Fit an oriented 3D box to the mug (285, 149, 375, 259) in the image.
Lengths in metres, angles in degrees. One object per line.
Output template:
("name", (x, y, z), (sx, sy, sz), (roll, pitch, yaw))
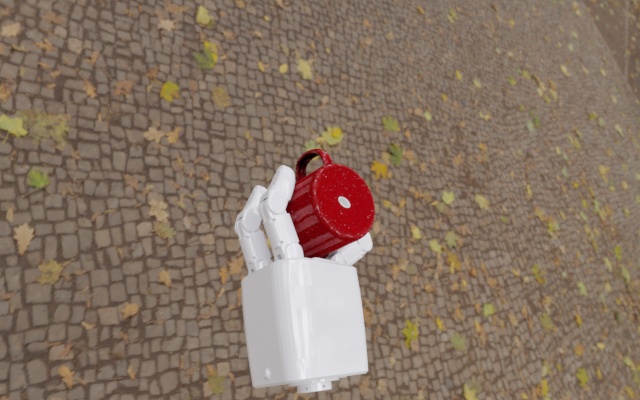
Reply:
("mug", (0.000, 0.000, 0.499), (0.093, 0.117, 0.081), (6, -24, -37))
